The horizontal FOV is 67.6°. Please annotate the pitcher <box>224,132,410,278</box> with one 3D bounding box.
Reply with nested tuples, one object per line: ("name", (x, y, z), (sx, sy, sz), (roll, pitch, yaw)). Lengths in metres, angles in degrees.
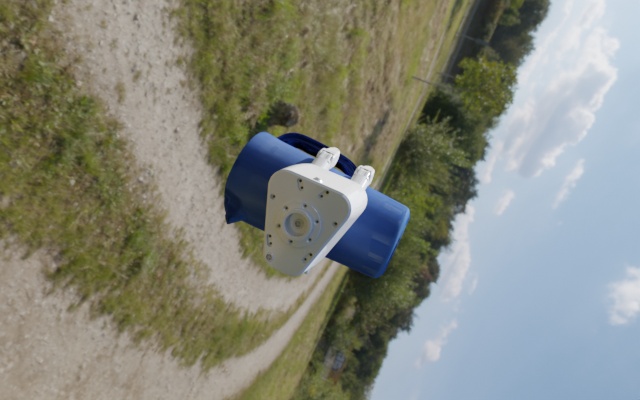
("pitcher", (0.000, 0.002, 0.676), (0.243, 0.149, 0.145), (25, 9, 9))
